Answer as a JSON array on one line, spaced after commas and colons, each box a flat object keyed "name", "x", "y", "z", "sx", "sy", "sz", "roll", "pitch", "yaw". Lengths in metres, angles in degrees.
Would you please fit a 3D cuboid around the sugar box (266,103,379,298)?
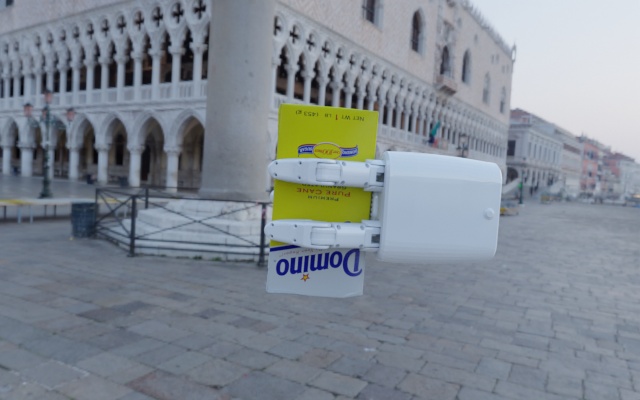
[{"name": "sugar box", "x": 0.000, "y": 0.001, "z": 0.454, "sx": 0.093, "sy": 0.176, "sz": 0.048, "roll": 3, "pitch": 3, "yaw": -4}]
